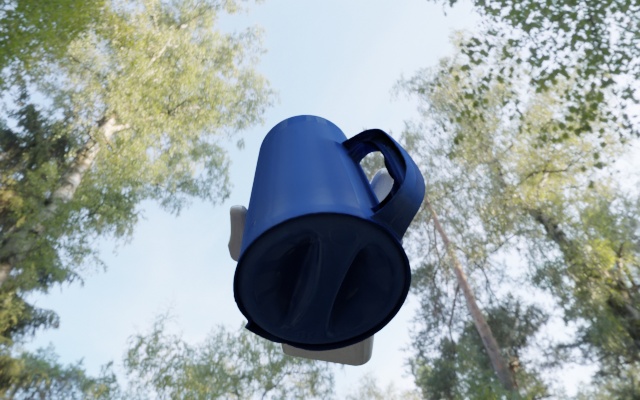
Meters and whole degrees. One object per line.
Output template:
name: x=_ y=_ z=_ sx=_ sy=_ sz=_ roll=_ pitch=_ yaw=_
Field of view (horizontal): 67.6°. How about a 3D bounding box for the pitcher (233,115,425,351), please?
pitcher: x=0.000 y=0.002 z=0.449 sx=0.149 sy=0.145 sz=0.242 roll=-5 pitch=31 yaw=-3
